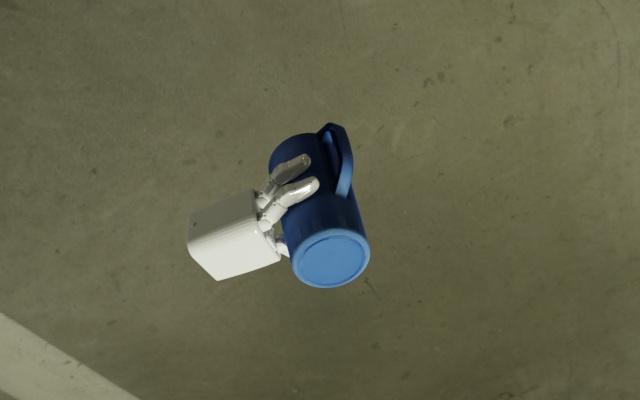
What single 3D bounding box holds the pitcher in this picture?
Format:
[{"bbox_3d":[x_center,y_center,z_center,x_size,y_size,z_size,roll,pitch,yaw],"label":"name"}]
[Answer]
[{"bbox_3d":[0.000,0.002,0.719,0.145,0.149,0.242,-20,38,3],"label":"pitcher"}]
